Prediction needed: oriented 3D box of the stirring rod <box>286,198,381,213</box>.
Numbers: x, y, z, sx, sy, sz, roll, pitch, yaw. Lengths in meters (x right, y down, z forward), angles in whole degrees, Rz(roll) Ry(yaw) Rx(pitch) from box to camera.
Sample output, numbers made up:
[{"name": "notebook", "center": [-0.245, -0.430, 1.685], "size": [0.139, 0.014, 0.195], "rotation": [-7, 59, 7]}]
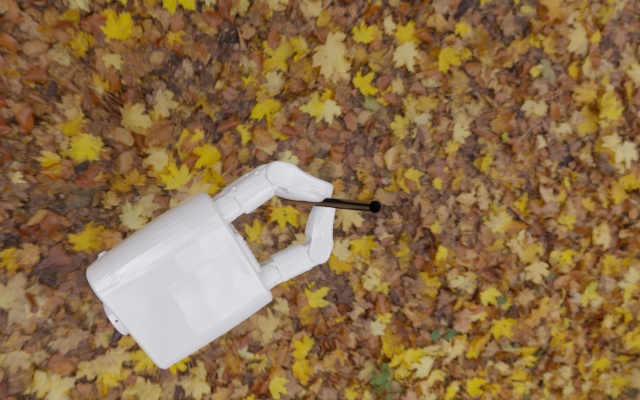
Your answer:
[{"name": "stirring rod", "center": [0.000, 0.001, 0.415], "size": [0.011, 0.011, 0.239], "rotation": [0, 1, -17]}]
